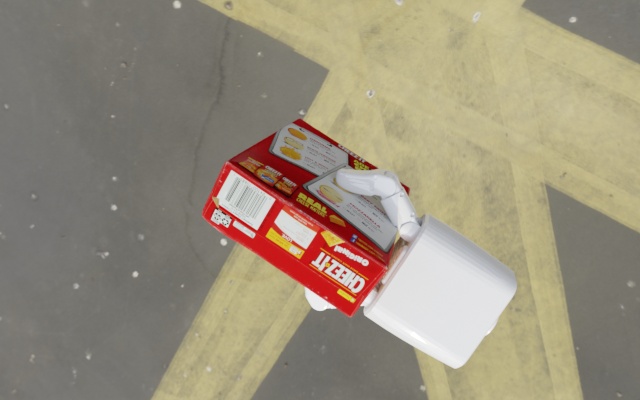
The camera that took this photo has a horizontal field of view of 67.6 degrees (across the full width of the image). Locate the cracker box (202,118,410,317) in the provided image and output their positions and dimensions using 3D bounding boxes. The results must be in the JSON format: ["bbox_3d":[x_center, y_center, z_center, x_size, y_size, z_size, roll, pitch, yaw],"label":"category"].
[{"bbox_3d":[0.000,0.002,0.500,0.164,0.072,0.213,33,24,2],"label":"cracker box"}]
